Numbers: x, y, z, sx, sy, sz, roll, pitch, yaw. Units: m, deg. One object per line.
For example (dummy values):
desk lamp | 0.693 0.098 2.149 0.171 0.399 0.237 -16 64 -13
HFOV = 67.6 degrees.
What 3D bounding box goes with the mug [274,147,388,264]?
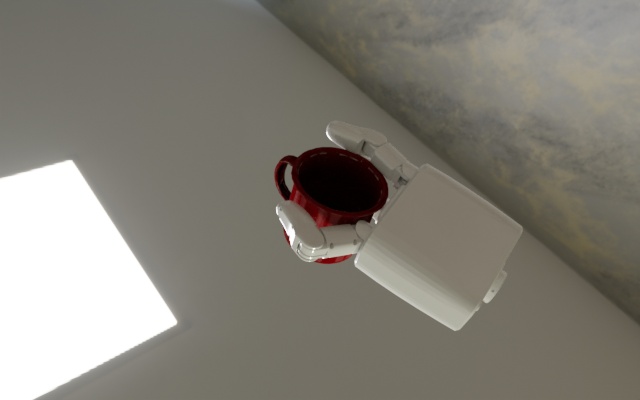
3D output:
mug | -0.001 0.001 0.472 0.117 0.082 0.093 34 45 16
